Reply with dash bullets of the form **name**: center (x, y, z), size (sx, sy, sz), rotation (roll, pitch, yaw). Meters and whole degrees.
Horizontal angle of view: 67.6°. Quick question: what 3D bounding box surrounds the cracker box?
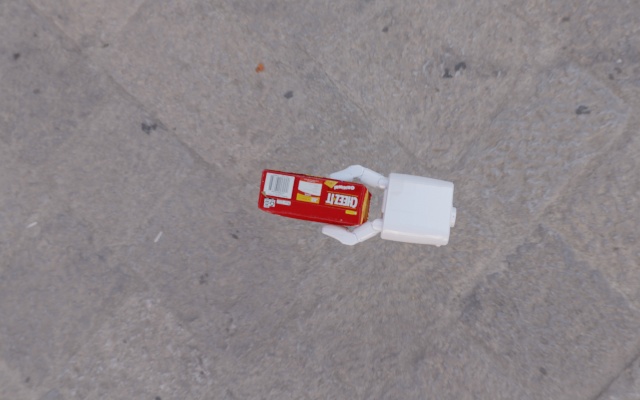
- **cracker box**: center (0.000, 0.003, 0.827), size (0.164, 0.072, 0.214), rotation (9, -3, 9)
